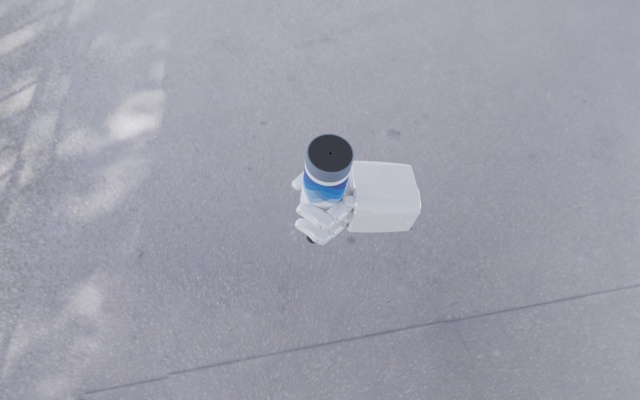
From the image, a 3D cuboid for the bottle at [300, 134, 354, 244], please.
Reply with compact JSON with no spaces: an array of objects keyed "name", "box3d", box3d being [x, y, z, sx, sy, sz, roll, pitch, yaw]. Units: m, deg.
[{"name":"bottle","box3d":[0.000,0.002,0.787,0.069,0.069,0.296,0,-27,-6]}]
